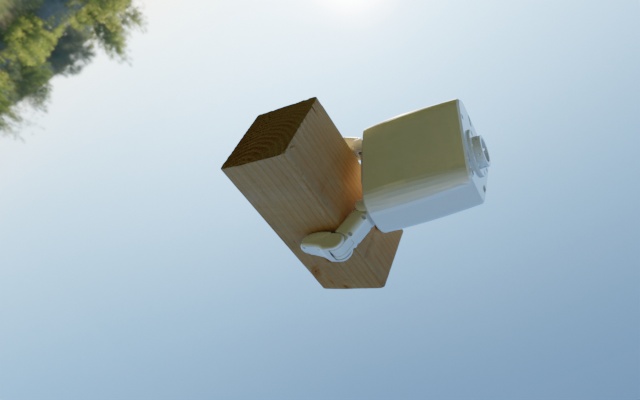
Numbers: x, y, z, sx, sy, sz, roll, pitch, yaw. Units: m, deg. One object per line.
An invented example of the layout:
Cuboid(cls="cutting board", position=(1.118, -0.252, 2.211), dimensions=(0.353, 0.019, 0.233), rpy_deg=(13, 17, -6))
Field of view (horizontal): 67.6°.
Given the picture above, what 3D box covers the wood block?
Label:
Cuboid(cls="wood block", position=(0.000, 0.002, 0.531), dimensions=(0.090, 0.090, 0.206), rpy_deg=(-8, -49, 38))
